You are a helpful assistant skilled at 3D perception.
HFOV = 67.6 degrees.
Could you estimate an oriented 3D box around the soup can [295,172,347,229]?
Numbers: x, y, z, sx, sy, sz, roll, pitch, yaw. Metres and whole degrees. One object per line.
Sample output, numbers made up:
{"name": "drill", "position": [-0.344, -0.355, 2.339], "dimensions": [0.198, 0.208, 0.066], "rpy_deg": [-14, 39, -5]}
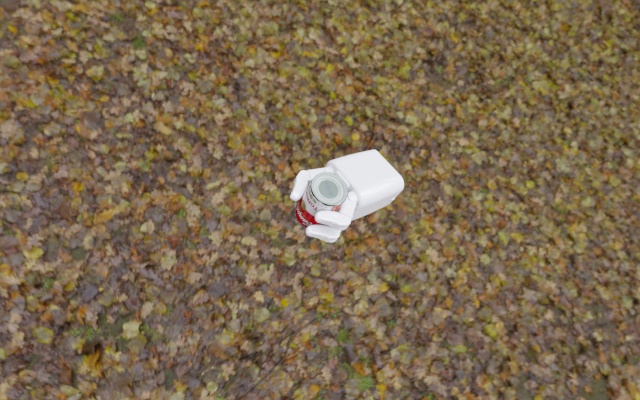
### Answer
{"name": "soup can", "position": [0.000, 0.003, 0.845], "dimensions": [0.068, 0.068, 0.102], "rpy_deg": [0, -27, -20]}
